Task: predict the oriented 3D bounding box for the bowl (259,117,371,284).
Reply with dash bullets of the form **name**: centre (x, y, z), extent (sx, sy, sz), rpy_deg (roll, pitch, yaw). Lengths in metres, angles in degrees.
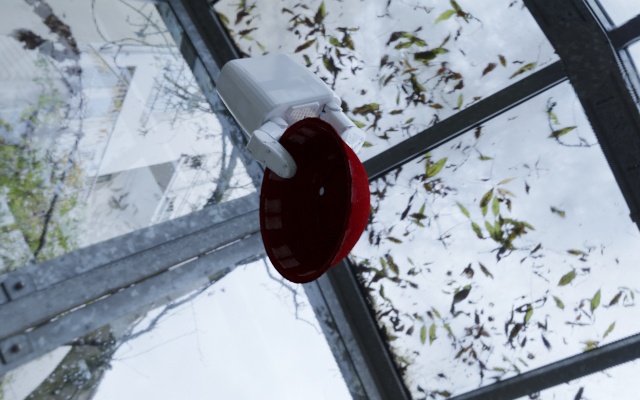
- **bowl**: centre (0.001, 0.003, 0.478), extent (0.055, 0.162, 0.162), rpy_deg (6, -4, -35)
